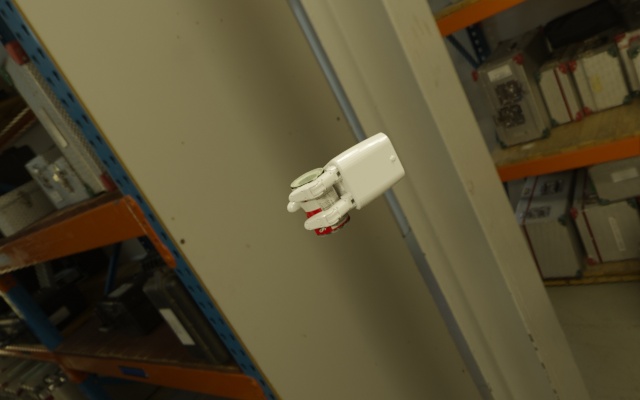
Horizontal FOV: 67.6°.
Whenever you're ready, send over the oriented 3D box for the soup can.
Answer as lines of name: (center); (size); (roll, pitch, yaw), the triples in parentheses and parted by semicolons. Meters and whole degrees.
soup can: (0.000, 0.003, 0.837); (0.068, 0.102, 0.068); (-26, 17, 8)
